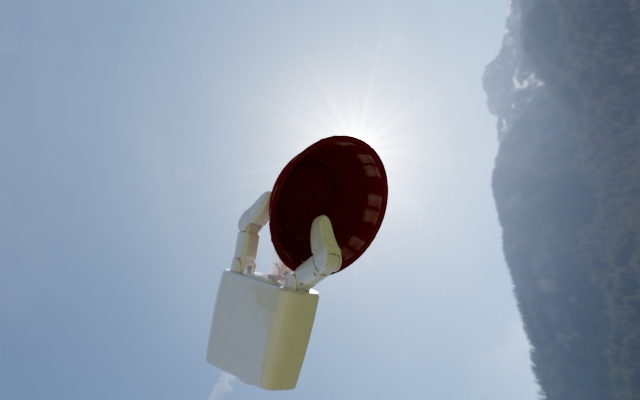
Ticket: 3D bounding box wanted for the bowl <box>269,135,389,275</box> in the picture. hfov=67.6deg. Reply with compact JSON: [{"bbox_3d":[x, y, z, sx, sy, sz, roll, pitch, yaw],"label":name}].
[{"bbox_3d":[0.001,0.000,0.539,0.162,0.162,0.055,0,16,-37],"label":"bowl"}]
